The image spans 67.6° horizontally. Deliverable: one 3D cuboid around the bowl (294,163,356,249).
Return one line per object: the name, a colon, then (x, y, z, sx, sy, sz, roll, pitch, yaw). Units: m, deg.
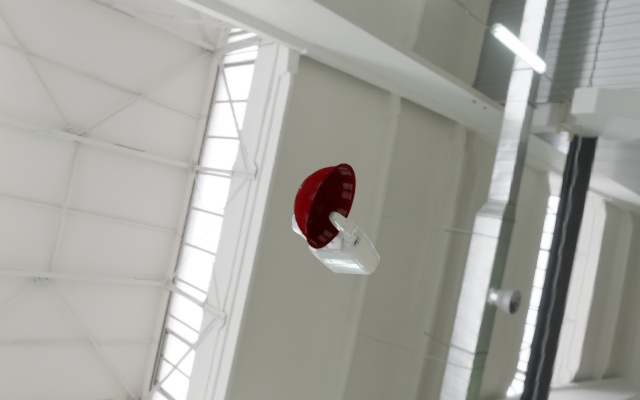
bowl: (0.000, 0.002, 0.859, 0.055, 0.162, 0.162, 22, 10, 26)
